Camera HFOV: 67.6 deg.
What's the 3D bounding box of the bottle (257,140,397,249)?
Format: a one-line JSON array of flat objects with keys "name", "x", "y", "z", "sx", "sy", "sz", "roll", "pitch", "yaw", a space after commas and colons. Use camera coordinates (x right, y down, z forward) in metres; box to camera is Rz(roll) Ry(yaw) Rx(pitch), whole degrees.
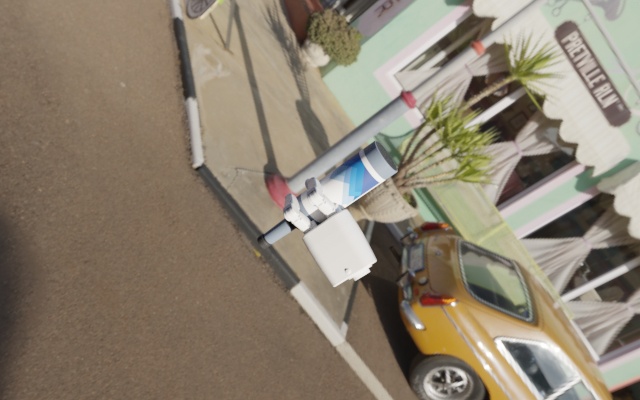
[{"name": "bottle", "x": 0.000, "y": 0.003, "z": 0.871, "sx": 0.296, "sy": 0.069, "sz": 0.069, "roll": -35, "pitch": -14, "yaw": 20}]
